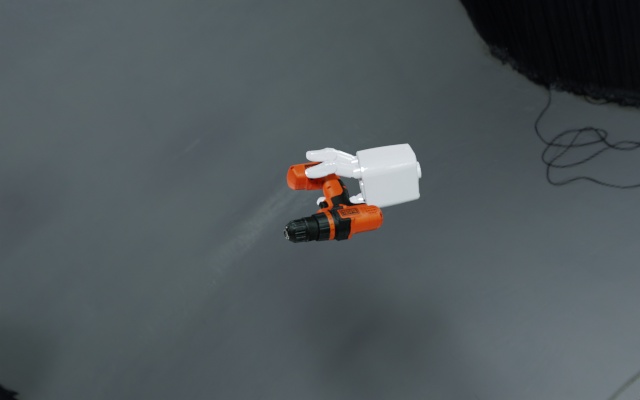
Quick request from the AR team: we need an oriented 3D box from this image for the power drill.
[{"bbox_3d":[0.000,0.003,0.896,0.184,0.057,0.187,-7,41,-21],"label":"power drill"}]
